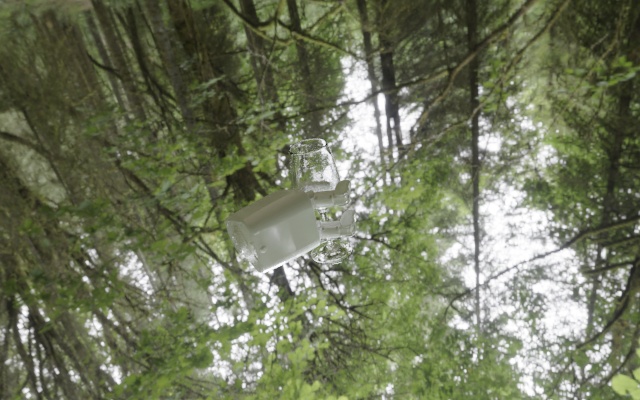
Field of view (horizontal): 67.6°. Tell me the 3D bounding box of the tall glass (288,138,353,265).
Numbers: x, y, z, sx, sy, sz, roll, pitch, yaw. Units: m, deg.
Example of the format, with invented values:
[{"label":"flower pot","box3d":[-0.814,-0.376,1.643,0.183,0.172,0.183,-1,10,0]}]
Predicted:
[{"label":"tall glass","box3d":[0.000,0.003,0.778,0.079,0.201,0.079,-10,27,5]}]
